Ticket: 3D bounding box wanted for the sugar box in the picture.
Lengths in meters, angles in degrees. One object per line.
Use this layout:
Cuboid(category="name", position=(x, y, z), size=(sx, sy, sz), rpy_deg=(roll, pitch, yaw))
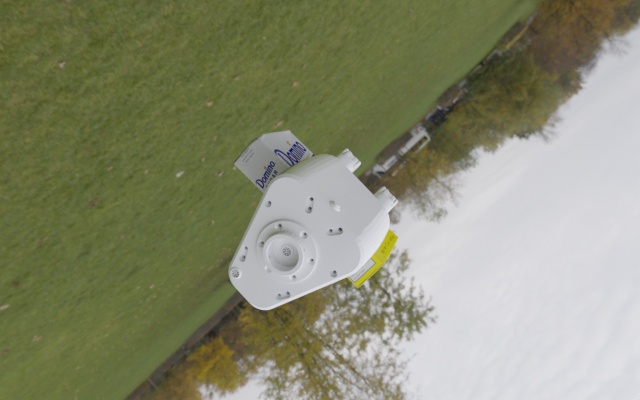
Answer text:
Cuboid(category="sugar box", position=(0.000, 0.001, 0.503), size=(0.048, 0.176, 0.093), rpy_deg=(-44, -3, 21))
